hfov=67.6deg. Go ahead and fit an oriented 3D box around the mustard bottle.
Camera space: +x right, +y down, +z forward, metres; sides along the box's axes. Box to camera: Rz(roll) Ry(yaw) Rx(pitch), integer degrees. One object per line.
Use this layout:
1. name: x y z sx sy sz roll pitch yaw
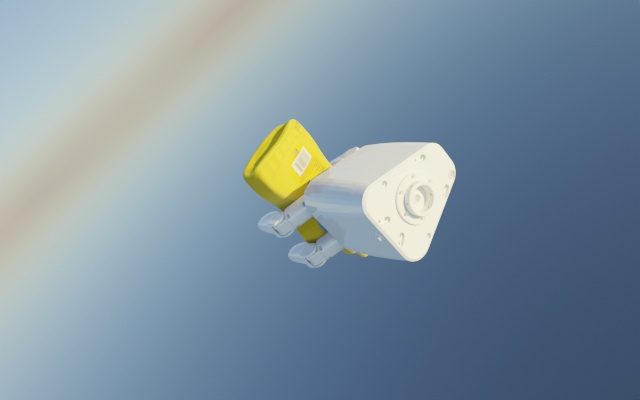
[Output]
1. mustard bottle: 0.000 0.002 0.574 0.058 0.096 0.192 -19 -57 43
